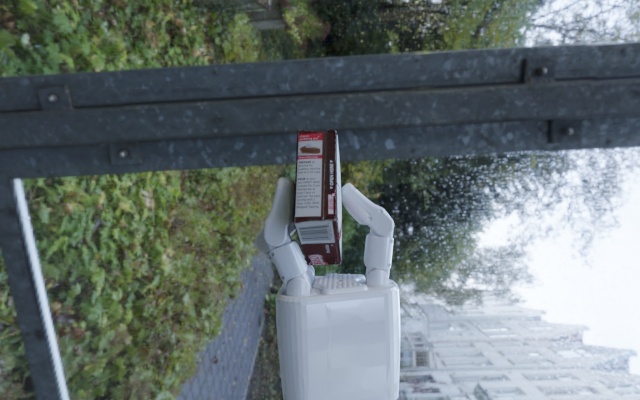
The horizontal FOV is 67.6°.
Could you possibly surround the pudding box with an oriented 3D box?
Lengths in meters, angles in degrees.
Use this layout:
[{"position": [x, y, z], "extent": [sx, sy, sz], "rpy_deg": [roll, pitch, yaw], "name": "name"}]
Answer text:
[{"position": [0.000, 0.002, 0.445], "extent": [0.039, 0.090, 0.113], "rpy_deg": [-1, -26, 2], "name": "pudding box"}]
